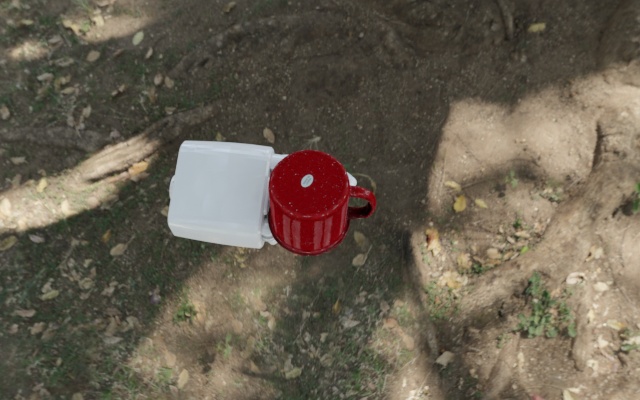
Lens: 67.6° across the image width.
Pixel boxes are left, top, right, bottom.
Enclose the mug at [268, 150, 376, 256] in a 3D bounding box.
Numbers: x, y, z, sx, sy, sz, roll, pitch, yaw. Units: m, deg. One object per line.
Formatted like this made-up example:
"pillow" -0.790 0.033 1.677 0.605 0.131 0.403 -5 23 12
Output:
"mug" 0.002 0.002 0.502 0.117 0.093 0.081 4 -27 1
